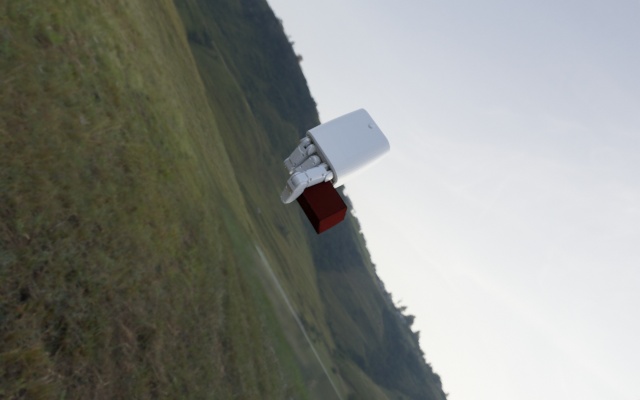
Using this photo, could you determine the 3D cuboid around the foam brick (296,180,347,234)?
[{"bbox_3d":[0.000,0.003,0.760,0.051,0.078,0.053,-26,-21,-17],"label":"foam brick"}]
